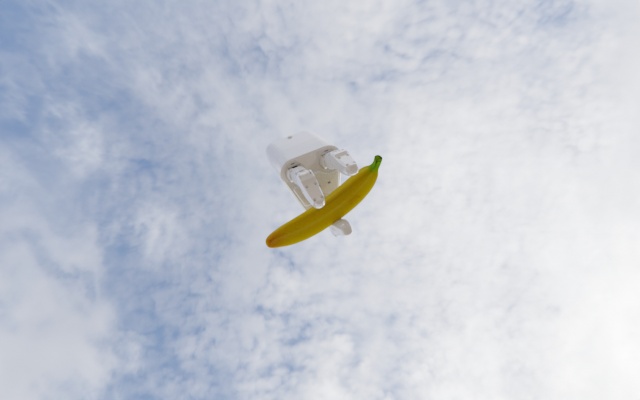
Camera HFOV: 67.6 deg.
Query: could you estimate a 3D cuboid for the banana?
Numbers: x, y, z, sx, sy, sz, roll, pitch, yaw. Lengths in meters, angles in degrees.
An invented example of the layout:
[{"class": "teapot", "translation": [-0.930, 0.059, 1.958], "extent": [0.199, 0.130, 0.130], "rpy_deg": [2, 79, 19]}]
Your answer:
[{"class": "banana", "translation": [0.010, 0.008, 0.676], "extent": [0.198, 0.037, 0.070], "rpy_deg": [-39, -33, 3]}]
